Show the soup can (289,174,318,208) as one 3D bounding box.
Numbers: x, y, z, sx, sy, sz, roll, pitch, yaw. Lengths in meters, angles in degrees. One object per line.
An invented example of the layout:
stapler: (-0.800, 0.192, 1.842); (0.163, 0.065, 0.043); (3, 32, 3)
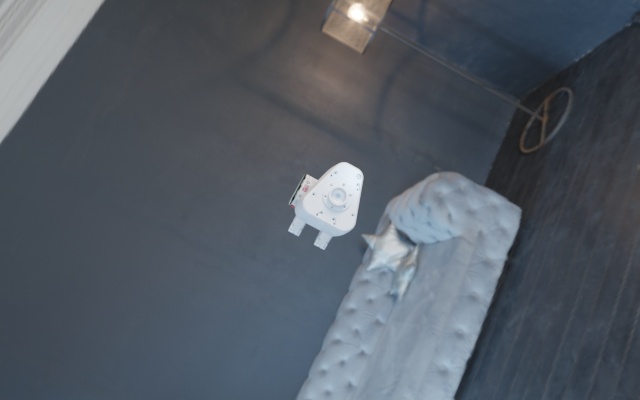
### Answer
soup can: (0.000, 0.003, 0.893); (0.102, 0.068, 0.068); (28, -2, -4)
